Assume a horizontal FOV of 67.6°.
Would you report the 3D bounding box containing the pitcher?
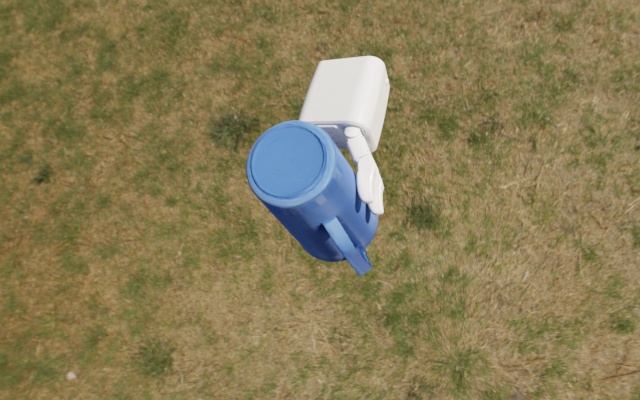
[{"bbox_3d":[0.000,0.002,0.637,0.149,0.145,0.243,12,-15,19],"label":"pitcher"}]
